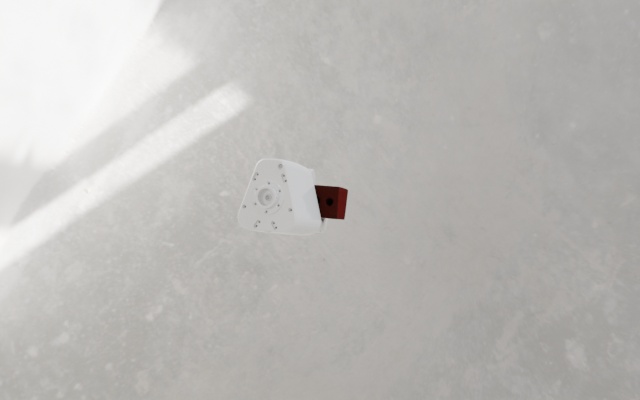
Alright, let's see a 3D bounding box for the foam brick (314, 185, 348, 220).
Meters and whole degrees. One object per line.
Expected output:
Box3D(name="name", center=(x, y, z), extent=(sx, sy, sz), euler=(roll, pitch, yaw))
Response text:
Box3D(name="foam brick", center=(0.000, 0.003, 0.788), extent=(0.078, 0.053, 0.051), euler=(4, -3, 17))
